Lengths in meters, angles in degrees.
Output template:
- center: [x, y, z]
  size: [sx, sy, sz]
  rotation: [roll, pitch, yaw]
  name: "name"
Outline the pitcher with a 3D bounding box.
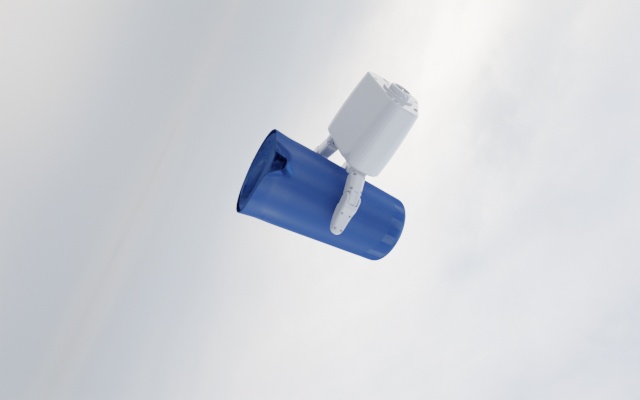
- center: [0.000, 0.002, 0.737]
  size: [0.243, 0.145, 0.149]
  rotation: [25, 26, -19]
  name: "pitcher"
